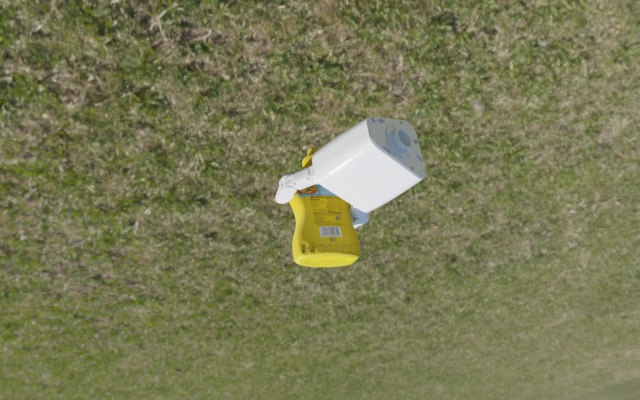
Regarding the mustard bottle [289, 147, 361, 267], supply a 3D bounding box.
[{"bbox_3d":[0.000,0.003,0.724,0.096,0.191,0.058,2,-28,-18],"label":"mustard bottle"}]
